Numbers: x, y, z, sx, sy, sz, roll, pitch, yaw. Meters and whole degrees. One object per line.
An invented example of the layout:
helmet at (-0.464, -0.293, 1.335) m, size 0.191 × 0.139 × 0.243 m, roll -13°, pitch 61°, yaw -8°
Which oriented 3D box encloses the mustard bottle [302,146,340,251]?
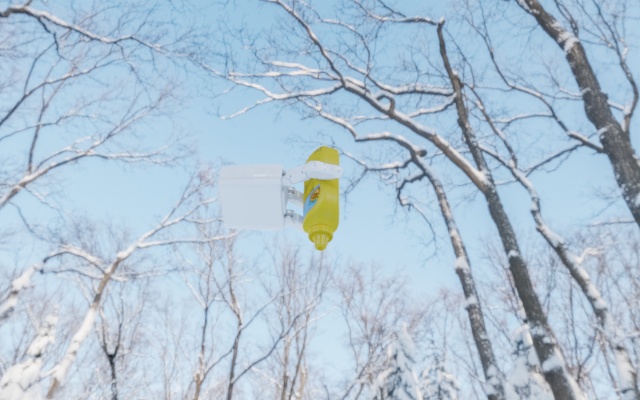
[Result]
mustard bottle at (0.000, 0.003, 0.819) m, size 0.058 × 0.191 × 0.096 m, roll 16°, pitch -43°, yaw -17°
